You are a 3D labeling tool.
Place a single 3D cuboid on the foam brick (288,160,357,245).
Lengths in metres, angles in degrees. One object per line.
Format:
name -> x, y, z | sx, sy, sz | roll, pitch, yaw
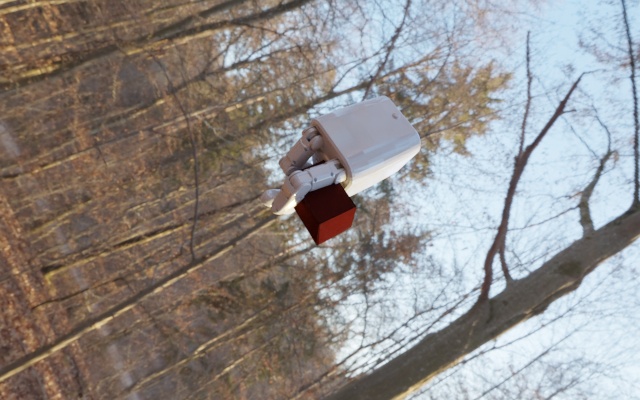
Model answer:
foam brick -> 0.000, 0.002, 0.572 | 0.051, 0.078, 0.053 | -24, -27, -19
